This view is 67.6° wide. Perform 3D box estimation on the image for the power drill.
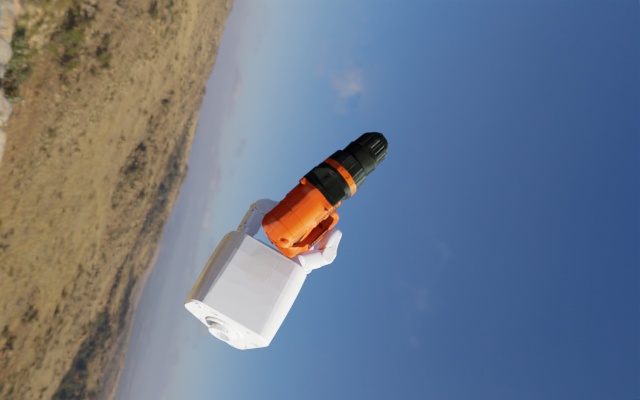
[{"bbox_3d":[0.000,0.002,0.616,0.184,0.057,0.188,-40,-10,-18],"label":"power drill"}]
